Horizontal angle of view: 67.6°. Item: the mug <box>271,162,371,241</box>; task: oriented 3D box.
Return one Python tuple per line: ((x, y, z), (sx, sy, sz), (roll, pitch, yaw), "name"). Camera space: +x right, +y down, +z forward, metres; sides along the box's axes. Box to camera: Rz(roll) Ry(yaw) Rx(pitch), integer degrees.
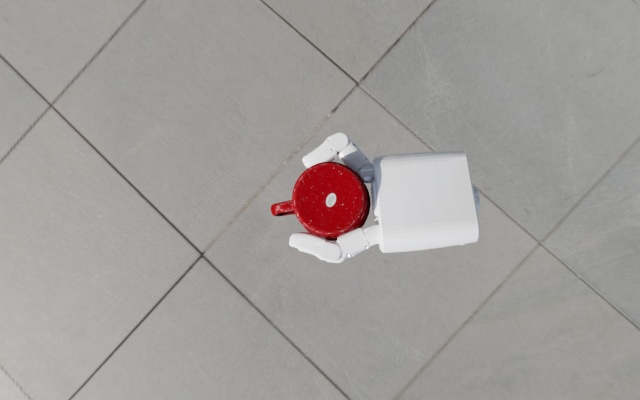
((-0.001, 0.002, 0.551), (0.117, 0.093, 0.081), (-6, -5, 4), "mug")
